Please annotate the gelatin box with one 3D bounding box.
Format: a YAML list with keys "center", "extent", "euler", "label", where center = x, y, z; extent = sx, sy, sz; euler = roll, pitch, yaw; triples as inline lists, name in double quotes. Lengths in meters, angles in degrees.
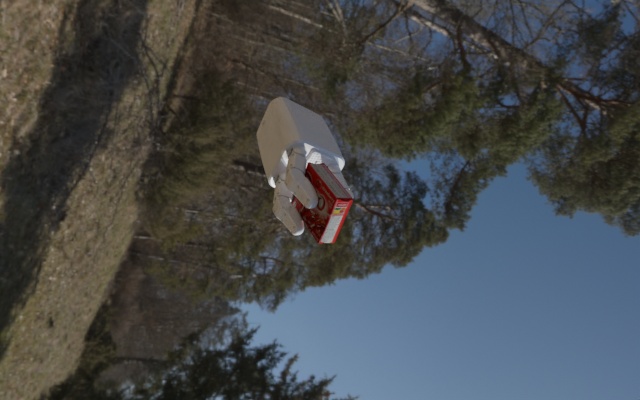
- center: [0.001, 0.002, 0.639]
  extent: [0.030, 0.073, 0.089]
  euler: [0, 36, -33]
  label: "gelatin box"
